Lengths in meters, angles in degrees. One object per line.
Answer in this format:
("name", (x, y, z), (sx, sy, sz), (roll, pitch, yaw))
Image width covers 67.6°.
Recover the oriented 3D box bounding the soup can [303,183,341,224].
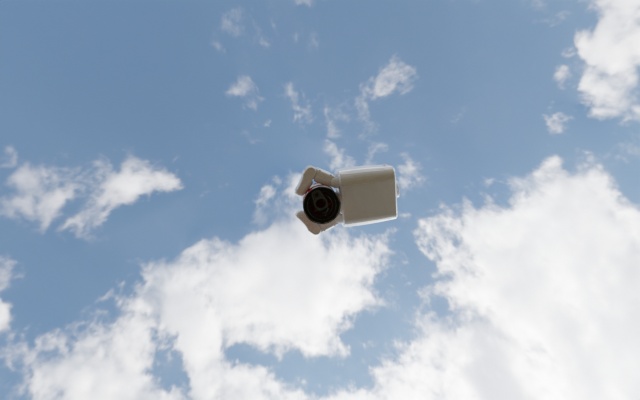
("soup can", (0.000, 0.003, 0.896), (0.068, 0.068, 0.102), (0, 7, -3))
